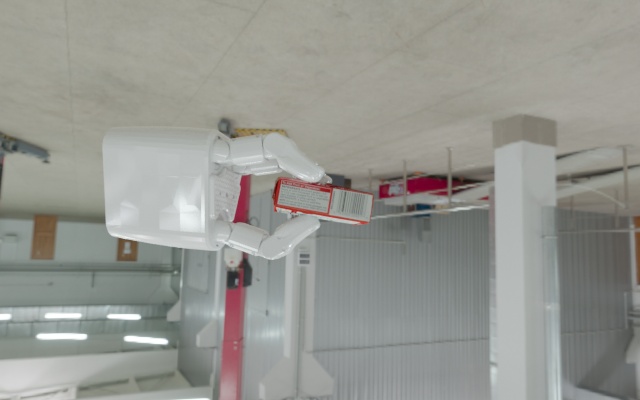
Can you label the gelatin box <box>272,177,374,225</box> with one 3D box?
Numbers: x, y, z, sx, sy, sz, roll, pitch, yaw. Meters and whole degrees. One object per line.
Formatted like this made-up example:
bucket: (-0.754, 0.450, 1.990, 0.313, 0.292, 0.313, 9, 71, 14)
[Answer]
gelatin box: (0.000, 0.002, 0.452, 0.089, 0.030, 0.073, 10, -5, -3)
